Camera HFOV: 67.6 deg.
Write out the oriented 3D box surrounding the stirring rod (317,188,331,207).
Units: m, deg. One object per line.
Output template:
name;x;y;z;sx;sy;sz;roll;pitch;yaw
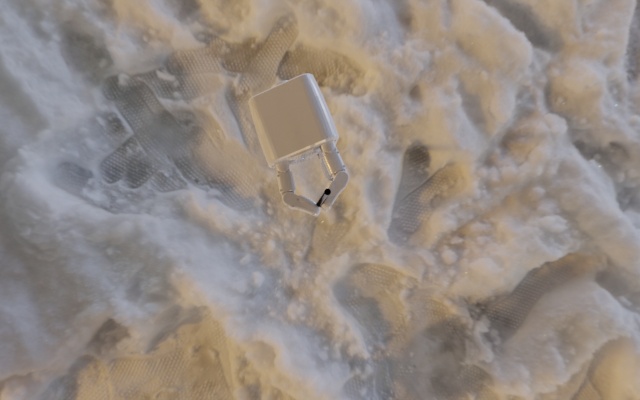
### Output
stirring rod;0.000;0.002;0.676;0.011;0.011;0.239;0;-6;-4
